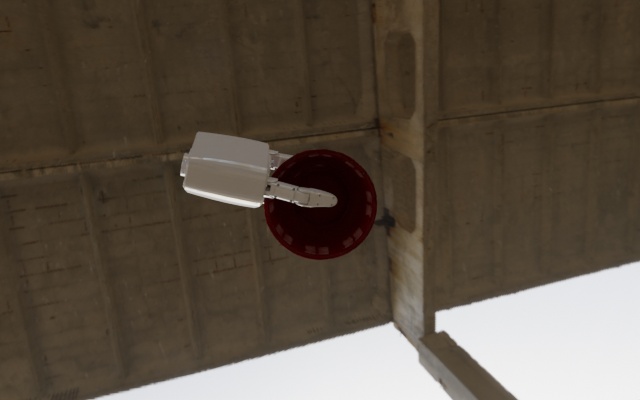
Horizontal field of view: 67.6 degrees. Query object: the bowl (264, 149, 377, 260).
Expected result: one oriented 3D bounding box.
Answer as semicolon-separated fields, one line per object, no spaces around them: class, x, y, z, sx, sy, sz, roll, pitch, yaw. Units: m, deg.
bowl;0.001;0.003;0.700;0.162;0.162;0.055;0;13;0
